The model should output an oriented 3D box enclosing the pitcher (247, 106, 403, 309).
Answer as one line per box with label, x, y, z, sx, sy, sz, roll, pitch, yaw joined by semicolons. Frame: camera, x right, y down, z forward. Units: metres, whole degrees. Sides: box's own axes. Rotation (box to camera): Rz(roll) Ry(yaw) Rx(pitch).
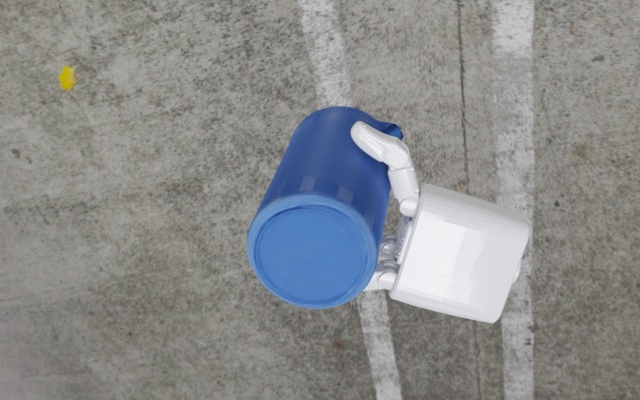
pitcher;0.000;0.002;0.488;0.145;0.149;0.242;16;26;2
